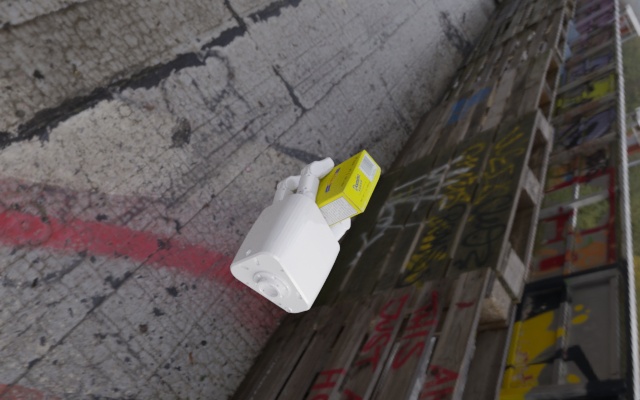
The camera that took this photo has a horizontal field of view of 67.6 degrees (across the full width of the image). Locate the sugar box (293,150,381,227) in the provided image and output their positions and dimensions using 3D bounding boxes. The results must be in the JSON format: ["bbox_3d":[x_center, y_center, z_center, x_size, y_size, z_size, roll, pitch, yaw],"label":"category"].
[{"bbox_3d":[0.000,0.002,0.683,0.176,0.048,0.093,-26,25,41],"label":"sugar box"}]
